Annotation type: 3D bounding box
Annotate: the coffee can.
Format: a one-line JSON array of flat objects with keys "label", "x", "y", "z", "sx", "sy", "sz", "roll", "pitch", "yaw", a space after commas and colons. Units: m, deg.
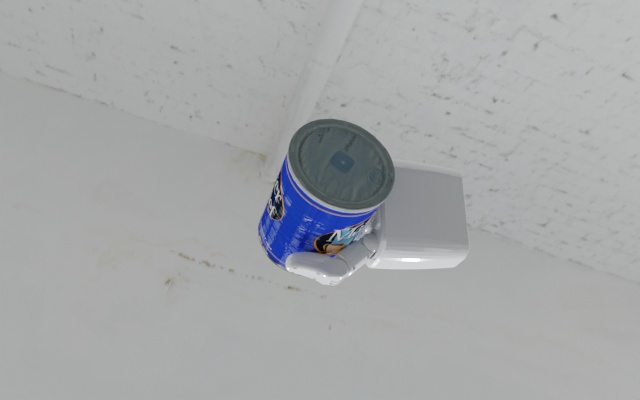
[{"label": "coffee can", "x": 0.000, "y": 0.002, "z": 0.486, "sx": 0.103, "sy": 0.102, "sz": 0.140, "roll": 0, "pitch": -32, "yaw": -21}]
